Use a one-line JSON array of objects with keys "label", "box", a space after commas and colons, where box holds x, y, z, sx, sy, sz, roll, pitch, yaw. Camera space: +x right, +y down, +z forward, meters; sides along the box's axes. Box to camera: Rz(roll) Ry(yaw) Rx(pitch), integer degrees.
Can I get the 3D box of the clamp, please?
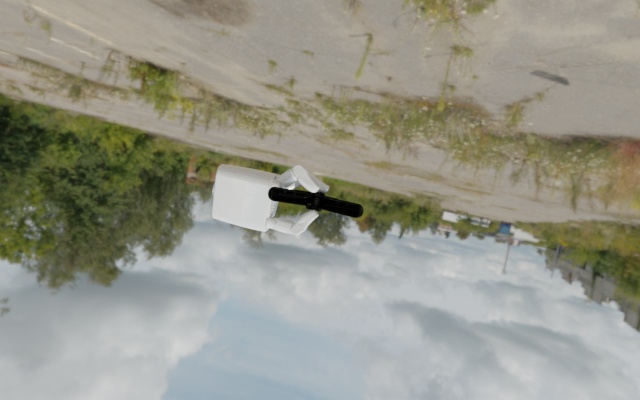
[{"label": "clamp", "box": [0.000, 0.004, 0.896, 0.164, 0.036, 0.210, 13, 1, 5]}]
